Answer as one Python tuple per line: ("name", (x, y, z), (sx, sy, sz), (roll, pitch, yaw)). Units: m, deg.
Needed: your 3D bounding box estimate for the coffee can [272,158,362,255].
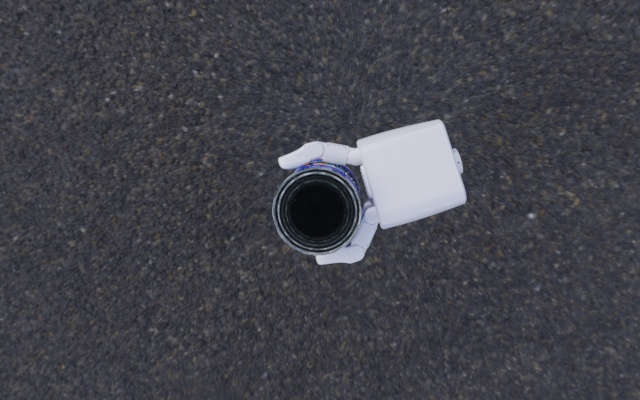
("coffee can", (0.000, 0.002, 0.608), (0.103, 0.103, 0.140), (0, 9, 3))
